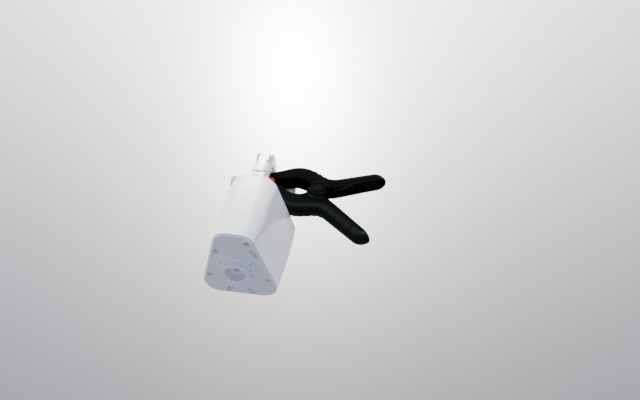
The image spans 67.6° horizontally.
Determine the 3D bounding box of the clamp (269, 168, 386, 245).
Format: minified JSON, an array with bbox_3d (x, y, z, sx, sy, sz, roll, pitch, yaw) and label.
[{"bbox_3d":[0.000,0.002,0.642,0.171,0.039,0.120,5,42,5],"label":"clamp"}]
